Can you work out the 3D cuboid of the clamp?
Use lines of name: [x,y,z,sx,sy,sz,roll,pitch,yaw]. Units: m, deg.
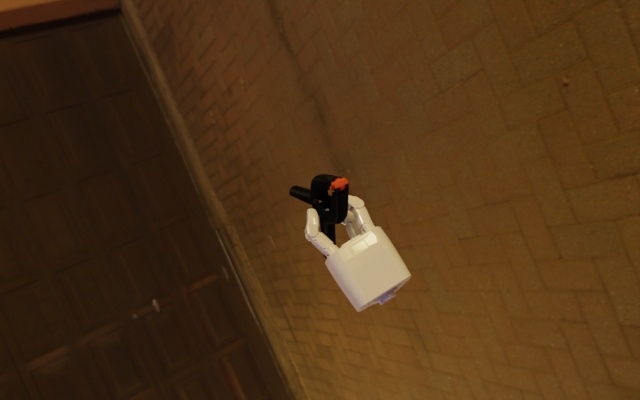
clamp: [0.000,0.003,0.881,0.036,0.164,0.210,-25,-20,-24]
